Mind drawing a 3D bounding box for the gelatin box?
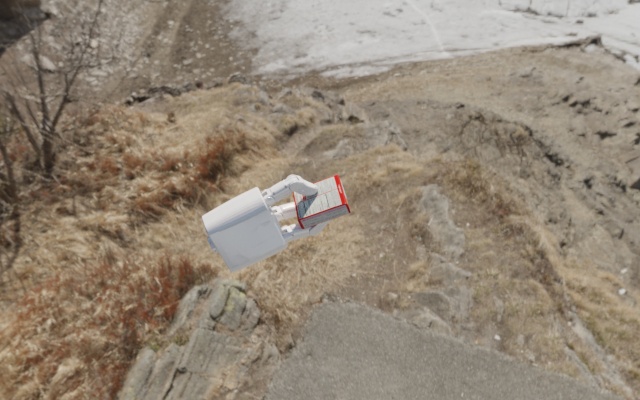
[{"bbox_3d":[0.000,0.002,0.821,0.089,0.073,0.030,-20,-44,7],"label":"gelatin box"}]
